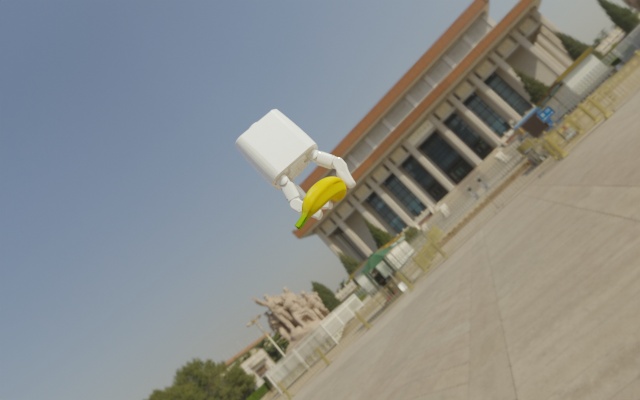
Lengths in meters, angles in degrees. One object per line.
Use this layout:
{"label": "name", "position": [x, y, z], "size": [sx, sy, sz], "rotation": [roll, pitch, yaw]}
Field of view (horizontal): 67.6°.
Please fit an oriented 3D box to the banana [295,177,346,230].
{"label": "banana", "position": [0.009, -0.010, 0.809], "size": [0.037, 0.070, 0.197], "rotation": [41, 25, 9]}
